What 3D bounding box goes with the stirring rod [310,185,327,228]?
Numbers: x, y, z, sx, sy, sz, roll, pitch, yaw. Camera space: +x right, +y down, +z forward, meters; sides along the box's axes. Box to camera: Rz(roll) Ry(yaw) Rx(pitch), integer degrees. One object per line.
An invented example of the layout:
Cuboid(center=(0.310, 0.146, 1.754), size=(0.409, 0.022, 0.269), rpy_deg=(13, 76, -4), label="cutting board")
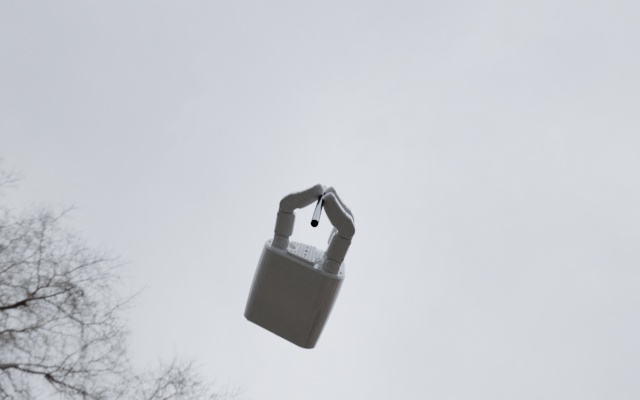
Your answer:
Cuboid(center=(0.000, 0.002, 0.569), size=(0.011, 0.011, 0.239), rpy_deg=(0, 10, 3), label="stirring rod")
